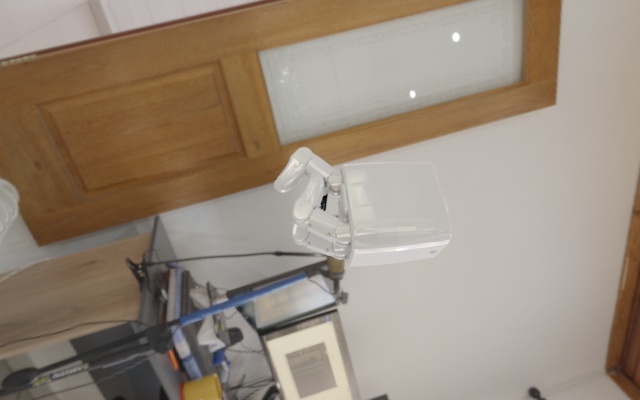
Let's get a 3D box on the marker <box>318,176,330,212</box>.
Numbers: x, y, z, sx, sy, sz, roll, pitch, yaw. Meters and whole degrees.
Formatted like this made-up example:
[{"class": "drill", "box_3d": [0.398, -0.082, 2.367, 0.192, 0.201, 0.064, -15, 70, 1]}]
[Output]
[{"class": "marker", "box_3d": [0.000, 0.002, 0.587, 0.020, 0.020, 0.121, 0, -20, -1]}]
